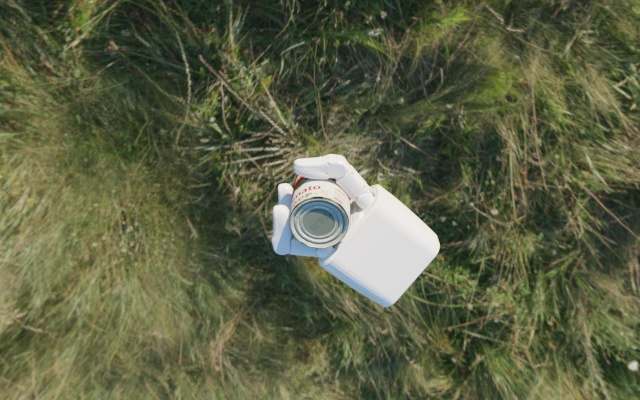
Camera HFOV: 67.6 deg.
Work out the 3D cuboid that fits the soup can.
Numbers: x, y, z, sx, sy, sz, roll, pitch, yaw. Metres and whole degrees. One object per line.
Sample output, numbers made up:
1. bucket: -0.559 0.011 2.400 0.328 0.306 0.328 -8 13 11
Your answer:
1. soup can: 0.000 0.002 0.564 0.068 0.068 0.102 0 29 2
